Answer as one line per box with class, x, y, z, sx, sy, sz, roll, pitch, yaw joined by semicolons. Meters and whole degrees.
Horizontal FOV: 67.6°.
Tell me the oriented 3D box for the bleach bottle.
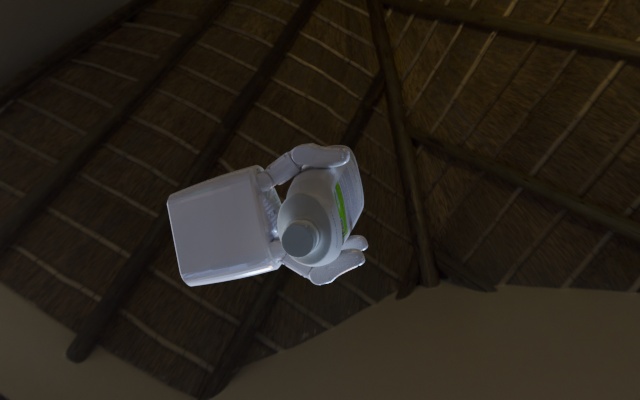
bleach bottle;0.000;0.002;0.518;0.068;0.102;0.250;-13;9;13
